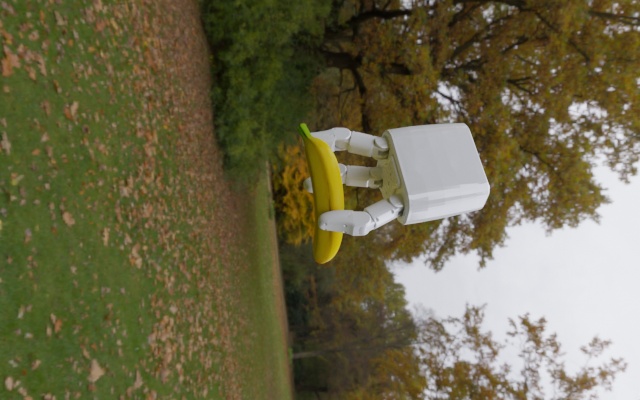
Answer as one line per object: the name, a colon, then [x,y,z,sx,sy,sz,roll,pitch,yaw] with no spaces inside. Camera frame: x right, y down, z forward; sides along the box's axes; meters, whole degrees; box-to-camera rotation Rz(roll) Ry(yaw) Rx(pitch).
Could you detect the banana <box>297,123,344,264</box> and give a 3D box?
banana: [0.005,0.007,0.588,0.037,0.198,0.069,-12,28,-14]
